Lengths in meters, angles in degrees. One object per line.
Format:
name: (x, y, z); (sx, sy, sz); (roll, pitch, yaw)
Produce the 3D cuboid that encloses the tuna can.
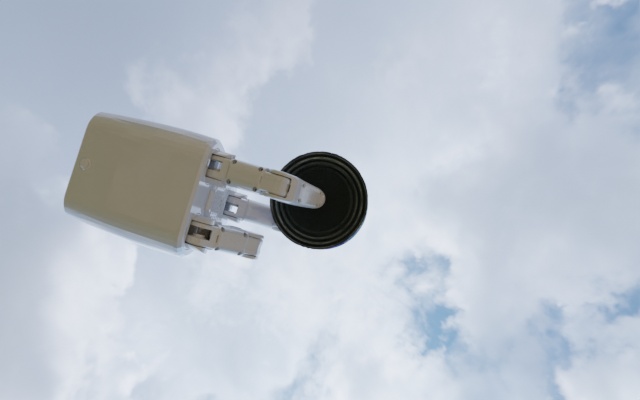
tuna can: (0.000, 0.002, 0.428); (0.086, 0.086, 0.034); (0, -8, 7)
